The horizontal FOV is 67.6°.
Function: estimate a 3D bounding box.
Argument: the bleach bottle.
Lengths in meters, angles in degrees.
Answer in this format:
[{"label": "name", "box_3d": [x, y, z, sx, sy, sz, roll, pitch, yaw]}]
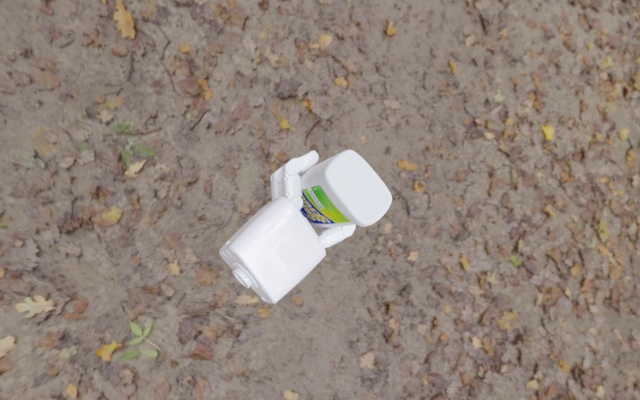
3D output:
[{"label": "bleach bottle", "box_3d": [0.000, 0.002, 0.720, 0.068, 0.102, 0.251, -43, 8, -24]}]
